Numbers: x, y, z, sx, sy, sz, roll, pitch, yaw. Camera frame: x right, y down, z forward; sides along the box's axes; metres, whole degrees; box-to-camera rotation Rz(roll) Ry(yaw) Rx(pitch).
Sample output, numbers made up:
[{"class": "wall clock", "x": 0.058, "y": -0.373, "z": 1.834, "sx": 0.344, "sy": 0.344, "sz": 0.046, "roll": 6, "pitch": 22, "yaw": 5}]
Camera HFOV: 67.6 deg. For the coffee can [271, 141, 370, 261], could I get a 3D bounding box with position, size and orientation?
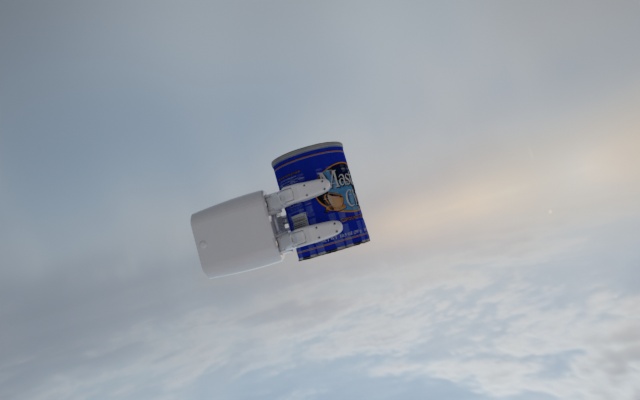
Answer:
[{"class": "coffee can", "x": 0.000, "y": 0.002, "z": 0.656, "sx": 0.103, "sy": 0.140, "sz": 0.103, "roll": -16, "pitch": -5, "yaw": -1}]
